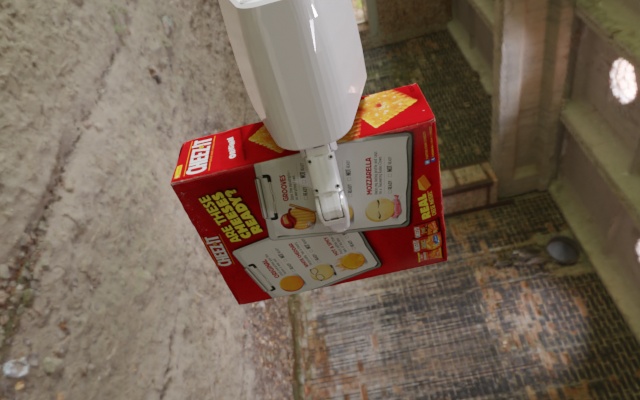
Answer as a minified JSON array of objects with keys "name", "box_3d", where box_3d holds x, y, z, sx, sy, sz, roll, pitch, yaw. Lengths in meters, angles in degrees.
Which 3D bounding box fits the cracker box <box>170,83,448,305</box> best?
[{"name":"cracker box","box_3d":[0.000,0.002,0.441,0.214,0.164,0.072,-13,39,6]}]
